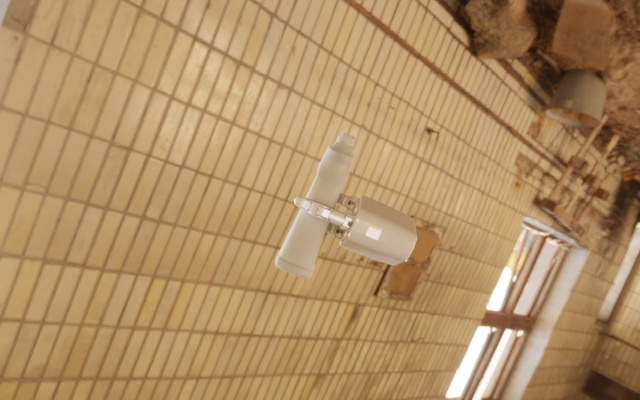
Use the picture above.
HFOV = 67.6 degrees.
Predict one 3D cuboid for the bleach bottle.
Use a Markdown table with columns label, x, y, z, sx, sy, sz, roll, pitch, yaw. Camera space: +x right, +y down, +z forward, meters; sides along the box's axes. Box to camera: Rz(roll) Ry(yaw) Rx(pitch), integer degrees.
| label | x | y | z | sx | sy | sz | roll | pitch | yaw |
| --- | --- | --- | --- | --- | --- | --- | --- | --- | --- |
| bleach bottle | 0.000 | 0.003 | 0.823 | 0.068 | 0.251 | 0.102 | 22 | 3 | -1 |
